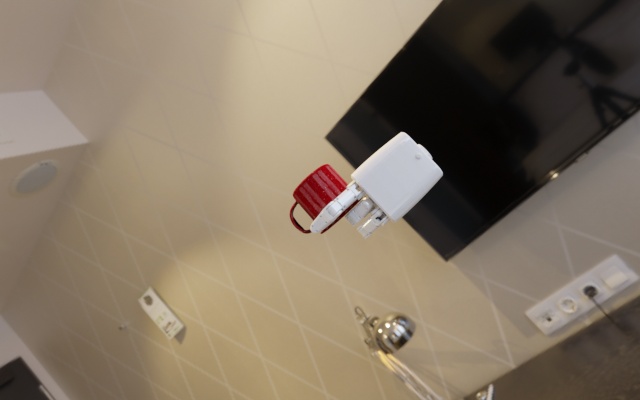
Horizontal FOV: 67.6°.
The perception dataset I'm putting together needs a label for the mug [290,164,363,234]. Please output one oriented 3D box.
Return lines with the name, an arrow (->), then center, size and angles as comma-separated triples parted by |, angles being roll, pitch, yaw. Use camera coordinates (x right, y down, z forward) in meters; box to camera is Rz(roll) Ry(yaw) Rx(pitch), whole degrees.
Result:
mug -> -0.001, 0.003, 0.784 | 0.117, 0.081, 0.093 | -42, -6, 1
